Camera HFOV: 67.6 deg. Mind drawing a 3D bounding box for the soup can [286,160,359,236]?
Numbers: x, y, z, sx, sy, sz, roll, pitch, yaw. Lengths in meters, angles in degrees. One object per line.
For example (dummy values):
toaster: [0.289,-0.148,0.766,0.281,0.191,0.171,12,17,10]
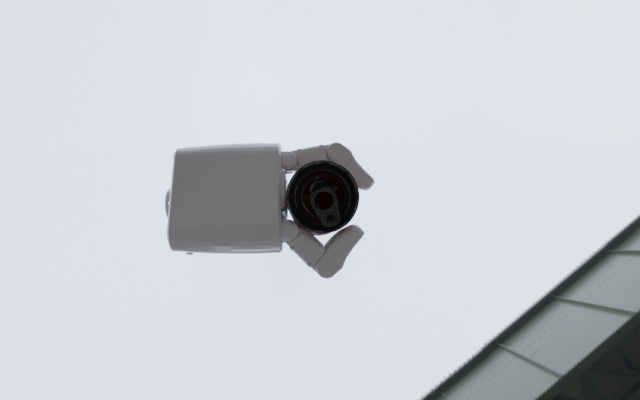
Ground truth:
soup can: [0.001,0.001,0.489,0.068,0.068,0.102,0,-6,-2]
